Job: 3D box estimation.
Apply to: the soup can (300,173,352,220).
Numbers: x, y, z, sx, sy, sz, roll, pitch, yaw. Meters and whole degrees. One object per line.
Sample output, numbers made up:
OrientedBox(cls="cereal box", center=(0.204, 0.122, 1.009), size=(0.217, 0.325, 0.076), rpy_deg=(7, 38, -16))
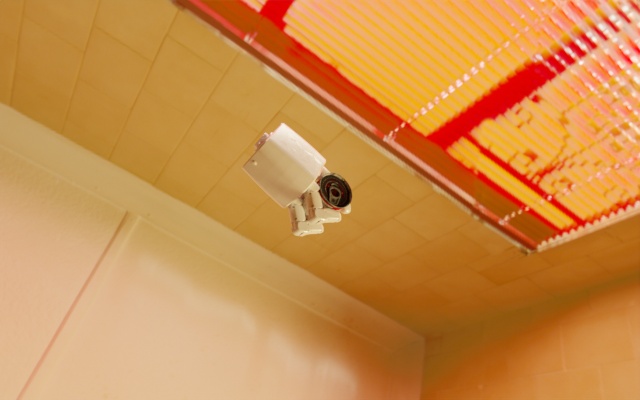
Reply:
OrientedBox(cls="soup can", center=(0.000, 0.003, 0.859), size=(0.068, 0.068, 0.102), rpy_deg=(0, -25, -37))
